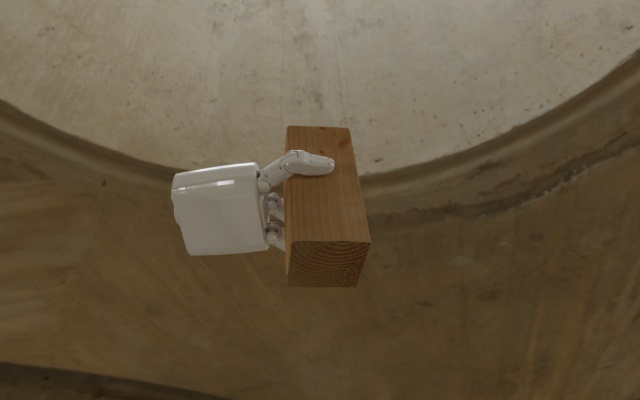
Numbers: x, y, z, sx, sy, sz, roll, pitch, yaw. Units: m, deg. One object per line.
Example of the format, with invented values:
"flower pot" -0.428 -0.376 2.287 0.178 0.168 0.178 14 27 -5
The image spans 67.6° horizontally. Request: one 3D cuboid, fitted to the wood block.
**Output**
"wood block" 0.000 0.002 0.621 0.090 0.206 0.091 2 -44 -8
